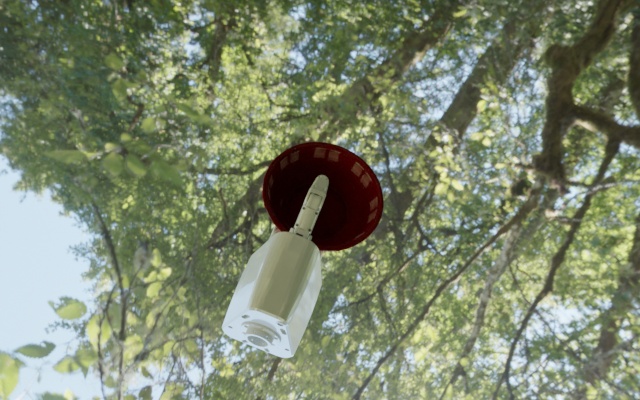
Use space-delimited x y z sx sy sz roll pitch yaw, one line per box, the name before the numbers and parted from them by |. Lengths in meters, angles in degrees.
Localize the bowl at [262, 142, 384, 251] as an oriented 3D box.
bowl | 0.001 0.001 0.645 0.162 0.162 0.055 0 -27 -13
